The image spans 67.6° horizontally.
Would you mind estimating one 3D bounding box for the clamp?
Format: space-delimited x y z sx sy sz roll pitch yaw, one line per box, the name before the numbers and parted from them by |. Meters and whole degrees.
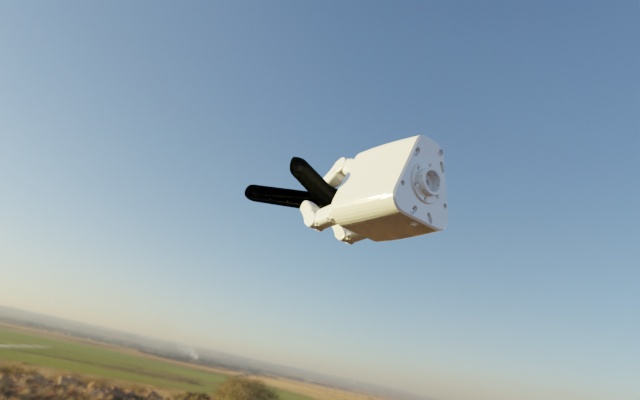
clamp | 0.001 0.002 0.704 0.210 0.036 0.164 24 -23 -31
